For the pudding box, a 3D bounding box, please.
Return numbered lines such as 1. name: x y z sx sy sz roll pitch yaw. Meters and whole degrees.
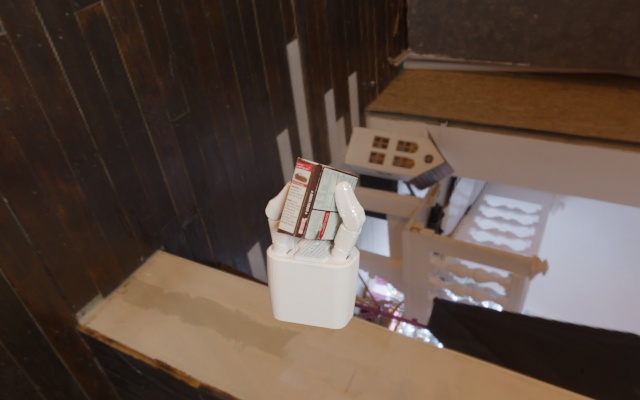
1. pudding box: 0.000 0.002 0.580 0.039 0.090 0.113 16 3 24
